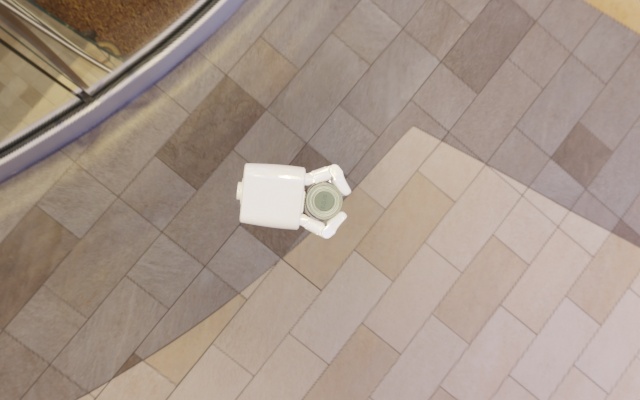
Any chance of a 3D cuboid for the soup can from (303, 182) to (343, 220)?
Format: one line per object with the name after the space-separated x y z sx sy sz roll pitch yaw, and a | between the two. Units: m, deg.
0.001 0.003 0.875 0.068 0.068 0.102 0 -2 -7 | soup can
